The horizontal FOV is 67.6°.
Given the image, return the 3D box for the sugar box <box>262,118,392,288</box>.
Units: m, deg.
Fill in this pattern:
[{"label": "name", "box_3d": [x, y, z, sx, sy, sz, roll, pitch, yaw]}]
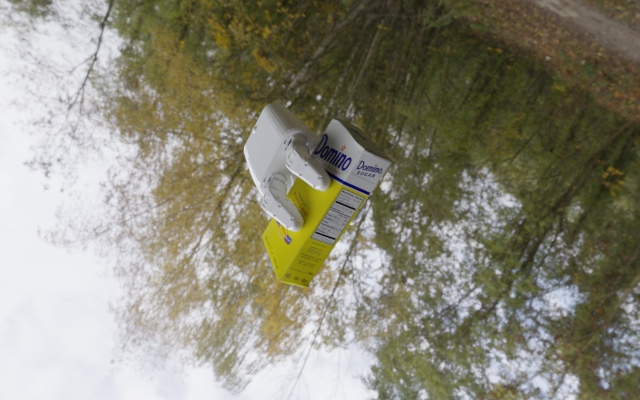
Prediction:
[{"label": "sugar box", "box_3d": [0.000, 0.002, 0.539, 0.048, 0.176, 0.093, 19, 22, -30]}]
